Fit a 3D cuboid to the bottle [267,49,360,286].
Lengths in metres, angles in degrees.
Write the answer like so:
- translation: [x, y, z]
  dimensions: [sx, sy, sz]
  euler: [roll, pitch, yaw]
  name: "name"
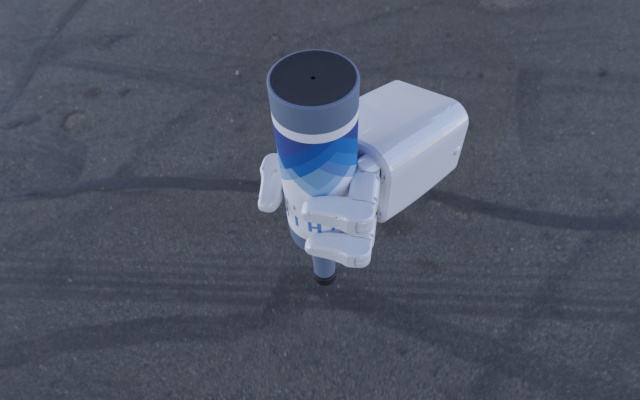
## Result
- translation: [0.000, 0.001, 0.455]
  dimensions: [0.069, 0.069, 0.296]
  euler: [0, -37, 3]
  name: "bottle"
